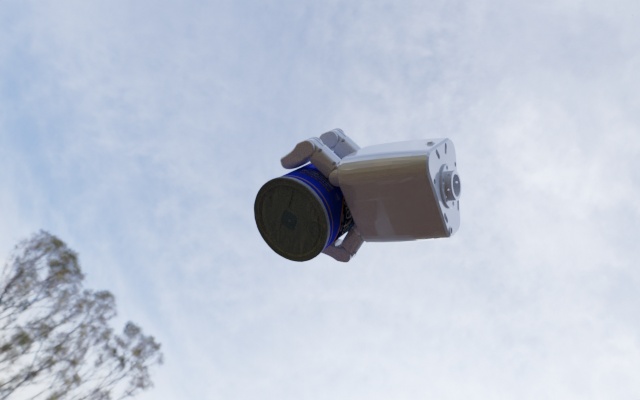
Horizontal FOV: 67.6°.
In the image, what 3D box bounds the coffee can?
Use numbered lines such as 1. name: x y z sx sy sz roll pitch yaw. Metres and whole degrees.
1. coffee can: 0.000 0.002 0.597 0.103 0.103 0.140 0 18 33
